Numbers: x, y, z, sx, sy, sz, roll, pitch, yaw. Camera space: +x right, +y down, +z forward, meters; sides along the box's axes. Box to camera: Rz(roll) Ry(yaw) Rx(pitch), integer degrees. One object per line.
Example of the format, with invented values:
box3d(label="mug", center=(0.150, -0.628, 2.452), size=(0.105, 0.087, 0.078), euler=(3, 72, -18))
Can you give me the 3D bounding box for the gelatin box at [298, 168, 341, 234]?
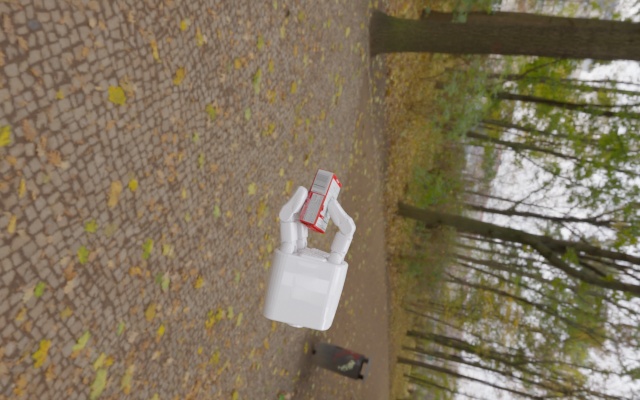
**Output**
box3d(label="gelatin box", center=(0.001, 0.002, 0.746), size=(0.030, 0.089, 0.073), euler=(19, -7, 15))
